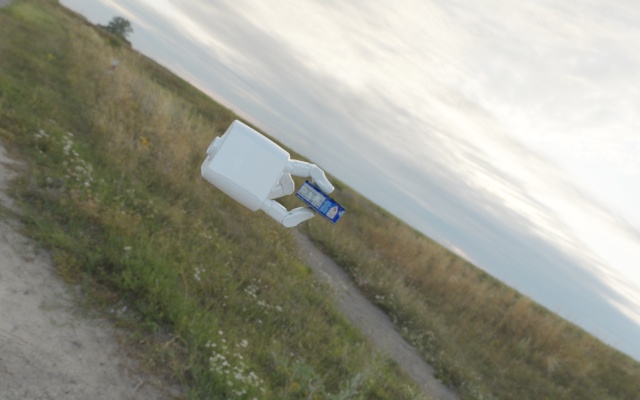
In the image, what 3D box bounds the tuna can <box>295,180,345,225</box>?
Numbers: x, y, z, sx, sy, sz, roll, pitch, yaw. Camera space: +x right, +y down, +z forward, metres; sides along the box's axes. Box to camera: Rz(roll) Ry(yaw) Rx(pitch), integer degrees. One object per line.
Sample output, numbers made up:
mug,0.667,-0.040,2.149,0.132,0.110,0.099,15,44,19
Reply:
tuna can,0.001,0.002,0.810,0.086,0.034,0.086,37,0,0
